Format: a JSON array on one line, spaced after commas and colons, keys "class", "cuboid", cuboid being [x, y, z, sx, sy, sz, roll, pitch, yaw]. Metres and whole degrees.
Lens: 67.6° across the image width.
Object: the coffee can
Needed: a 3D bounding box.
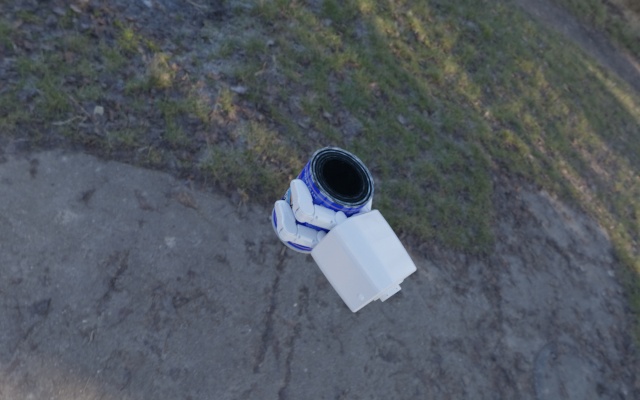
[{"class": "coffee can", "cuboid": [0.000, 0.002, 0.714, 0.103, 0.102, 0.140, 0, -32, -32]}]
